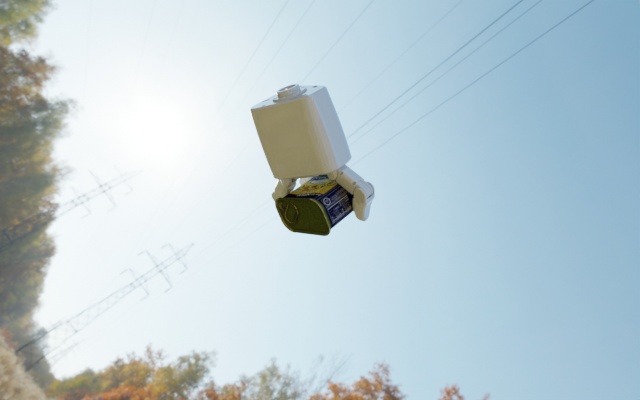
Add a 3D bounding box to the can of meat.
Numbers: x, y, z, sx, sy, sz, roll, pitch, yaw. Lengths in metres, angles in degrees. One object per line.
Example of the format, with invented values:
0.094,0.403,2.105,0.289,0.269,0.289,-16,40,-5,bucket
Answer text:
0.000,0.002,0.680,0.102,0.057,0.084,2,31,48,can of meat
